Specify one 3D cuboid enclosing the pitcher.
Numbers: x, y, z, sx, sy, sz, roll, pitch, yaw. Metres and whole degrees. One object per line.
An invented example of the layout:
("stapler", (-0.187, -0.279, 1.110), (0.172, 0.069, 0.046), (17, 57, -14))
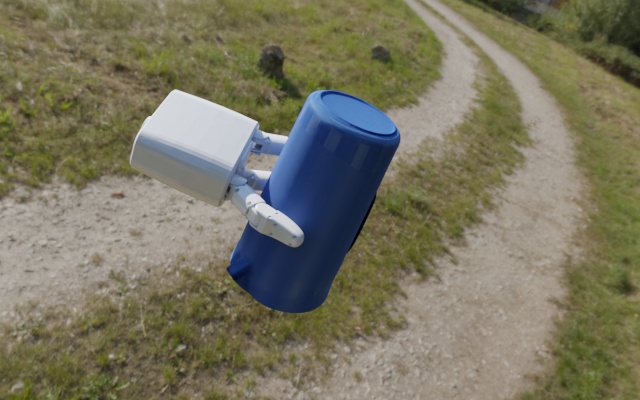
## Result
("pitcher", (0.000, 0.002, 0.560), (0.145, 0.243, 0.149), (24, 29, -4))
